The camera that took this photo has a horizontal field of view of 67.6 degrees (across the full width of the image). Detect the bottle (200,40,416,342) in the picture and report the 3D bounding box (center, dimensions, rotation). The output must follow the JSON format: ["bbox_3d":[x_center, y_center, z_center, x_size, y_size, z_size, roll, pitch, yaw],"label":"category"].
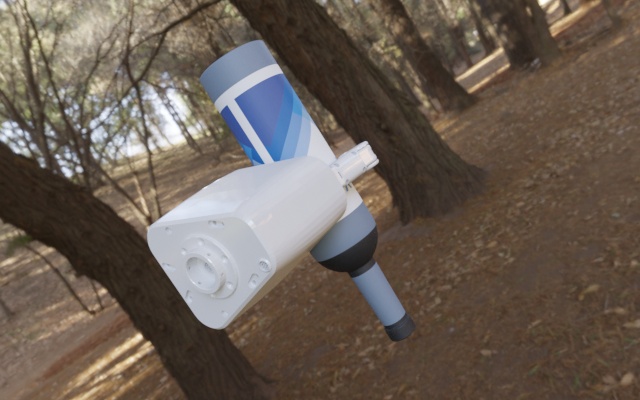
[{"bbox_3d":[0.000,0.001,0.436,0.069,0.296,0.069,-32,6,4],"label":"bottle"}]
